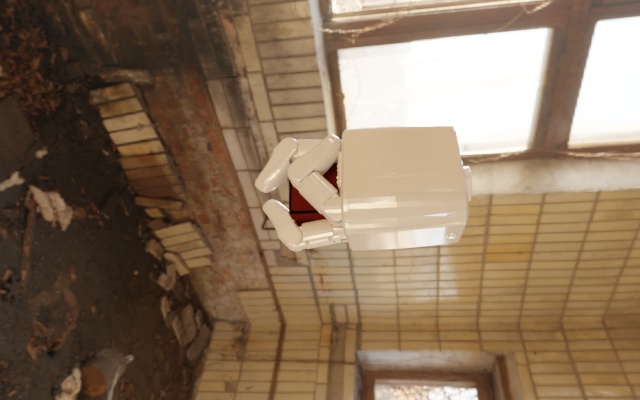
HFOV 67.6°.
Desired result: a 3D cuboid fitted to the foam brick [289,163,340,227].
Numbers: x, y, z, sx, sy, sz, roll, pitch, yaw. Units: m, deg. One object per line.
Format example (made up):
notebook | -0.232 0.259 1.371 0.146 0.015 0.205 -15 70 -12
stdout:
foam brick | 0.000 0.002 0.496 0.051 0.053 0.078 -4 -21 8
